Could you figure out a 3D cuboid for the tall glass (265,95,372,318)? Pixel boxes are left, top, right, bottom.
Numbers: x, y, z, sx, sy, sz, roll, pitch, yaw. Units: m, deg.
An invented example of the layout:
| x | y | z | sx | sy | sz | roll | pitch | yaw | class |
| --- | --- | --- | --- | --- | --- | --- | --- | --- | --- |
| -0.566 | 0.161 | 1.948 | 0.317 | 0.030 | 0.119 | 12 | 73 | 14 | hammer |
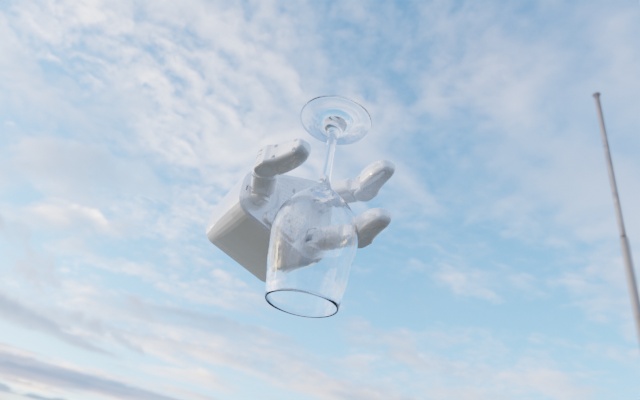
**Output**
| x | y | z | sx | sy | sz | roll | pitch | yaw | class |
| --- | --- | --- | --- | --- | --- | --- | --- | --- | --- |
| 0.000 | 0.001 | 0.440 | 0.079 | 0.201 | 0.079 | 8 | -32 | 5 | tall glass |
